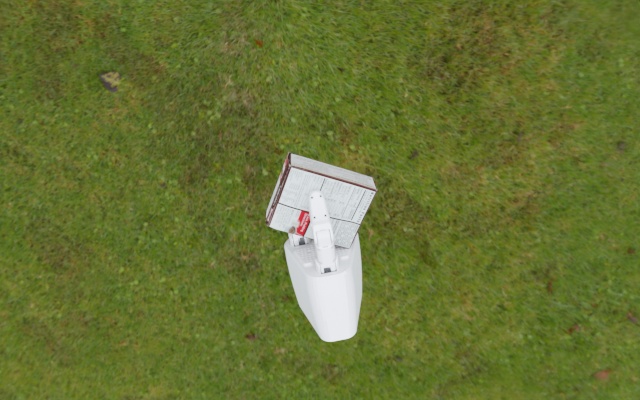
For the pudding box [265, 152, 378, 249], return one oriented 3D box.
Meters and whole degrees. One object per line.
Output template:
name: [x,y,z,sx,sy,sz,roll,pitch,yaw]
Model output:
pudding box: [0.000,0.002,0.574,0.113,0.090,0.039,15,26,-16]
